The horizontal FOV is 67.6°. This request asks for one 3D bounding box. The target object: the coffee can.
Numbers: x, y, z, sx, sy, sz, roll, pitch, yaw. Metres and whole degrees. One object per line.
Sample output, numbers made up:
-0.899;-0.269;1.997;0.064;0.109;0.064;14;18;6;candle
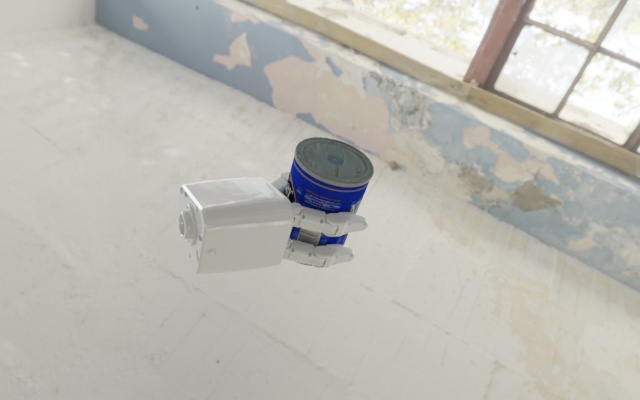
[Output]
0.000;0.002;0.636;0.103;0.140;0.102;13;35;-9;coffee can
